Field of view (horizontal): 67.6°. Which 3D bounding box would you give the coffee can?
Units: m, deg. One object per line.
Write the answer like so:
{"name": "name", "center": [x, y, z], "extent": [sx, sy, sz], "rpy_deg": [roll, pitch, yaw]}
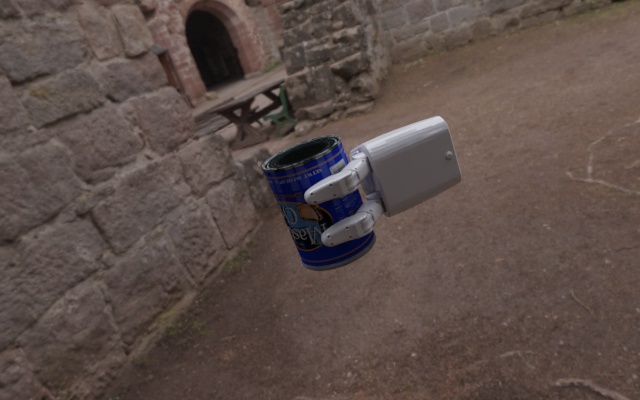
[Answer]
{"name": "coffee can", "center": [0.000, 0.002, 0.601], "extent": [0.103, 0.140, 0.102], "rpy_deg": [-19, 19, 7]}
